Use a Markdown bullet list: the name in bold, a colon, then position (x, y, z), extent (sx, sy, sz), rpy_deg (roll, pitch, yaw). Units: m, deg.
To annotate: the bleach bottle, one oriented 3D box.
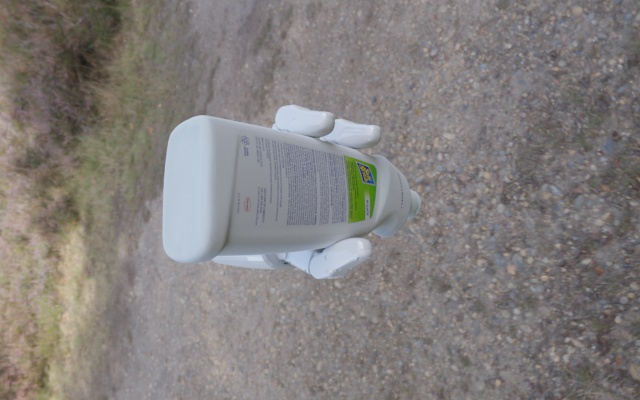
- **bleach bottle**: position (0.000, 0.001, 0.402), extent (0.251, 0.102, 0.068), rpy_deg (7, -10, -43)
